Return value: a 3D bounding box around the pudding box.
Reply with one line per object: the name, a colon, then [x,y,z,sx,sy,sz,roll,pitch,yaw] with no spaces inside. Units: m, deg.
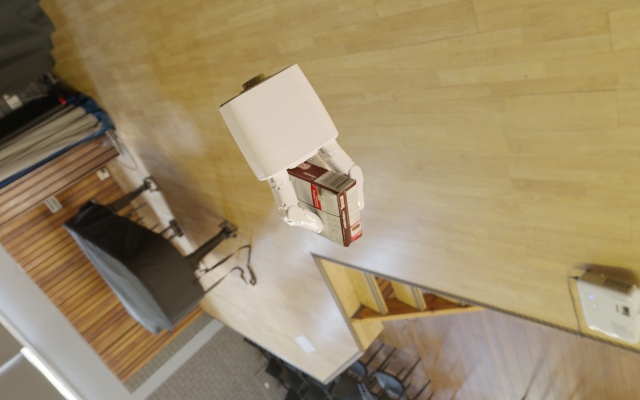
pudding box: [0.000,0.002,0.643,0.039,0.090,0.113,-35,41,-31]
